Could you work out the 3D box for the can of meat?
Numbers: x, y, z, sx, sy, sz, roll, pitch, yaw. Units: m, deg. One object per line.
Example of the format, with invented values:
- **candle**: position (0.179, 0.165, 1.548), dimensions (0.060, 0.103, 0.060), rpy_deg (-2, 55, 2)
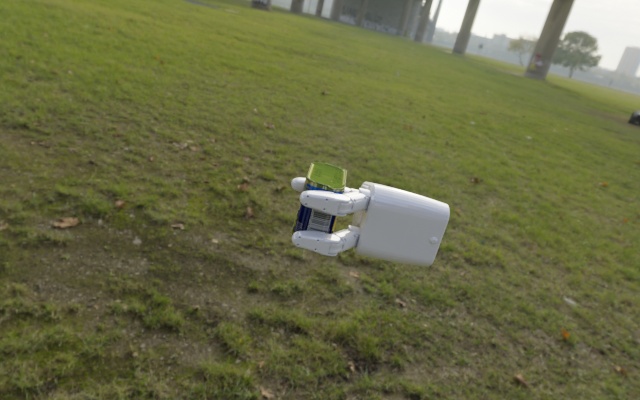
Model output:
- **can of meat**: position (0.000, 0.002, 0.642), dimensions (0.057, 0.084, 0.102), rpy_deg (14, 21, -1)
